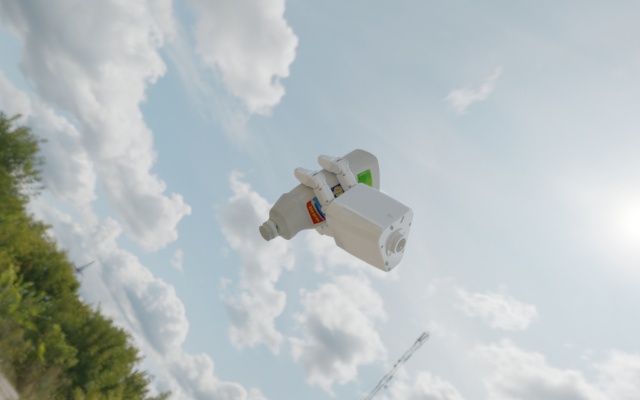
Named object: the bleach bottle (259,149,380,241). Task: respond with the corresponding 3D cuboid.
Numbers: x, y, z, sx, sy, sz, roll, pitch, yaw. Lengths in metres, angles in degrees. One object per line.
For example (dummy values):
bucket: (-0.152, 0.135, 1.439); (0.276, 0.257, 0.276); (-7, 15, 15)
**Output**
bleach bottle: (0.000, 0.003, 0.826); (0.068, 0.103, 0.250); (27, 46, 37)
